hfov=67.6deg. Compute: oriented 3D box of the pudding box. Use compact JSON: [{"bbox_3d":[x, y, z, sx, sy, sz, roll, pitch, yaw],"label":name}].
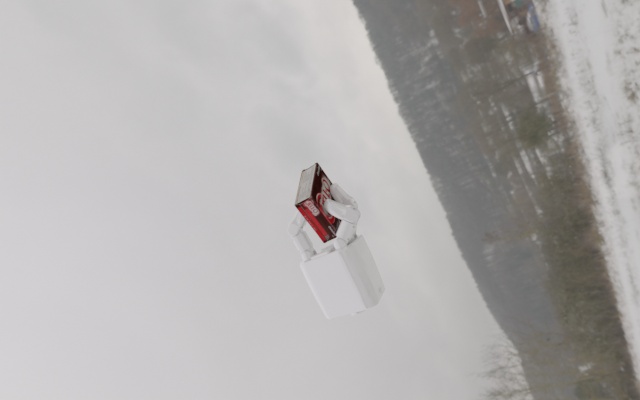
[{"bbox_3d":[0.000,0.003,0.802,0.039,0.090,0.113,-26,28,18],"label":"pudding box"}]
